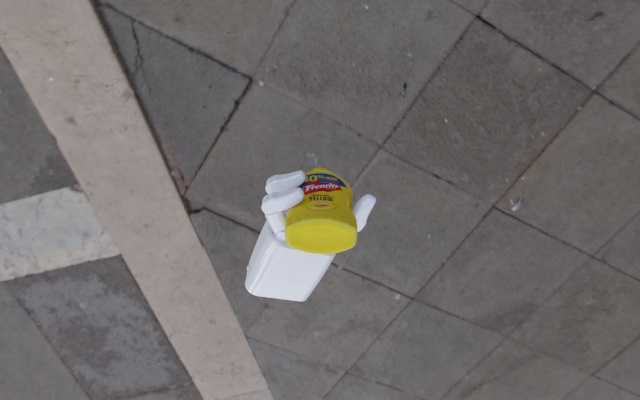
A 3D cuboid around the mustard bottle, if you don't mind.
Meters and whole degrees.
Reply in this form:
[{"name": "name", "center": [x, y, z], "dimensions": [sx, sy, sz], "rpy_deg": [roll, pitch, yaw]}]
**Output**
[{"name": "mustard bottle", "center": [0.000, 0.002, 0.703], "dimensions": [0.096, 0.058, 0.191], "rpy_deg": [0, 29, 0]}]
